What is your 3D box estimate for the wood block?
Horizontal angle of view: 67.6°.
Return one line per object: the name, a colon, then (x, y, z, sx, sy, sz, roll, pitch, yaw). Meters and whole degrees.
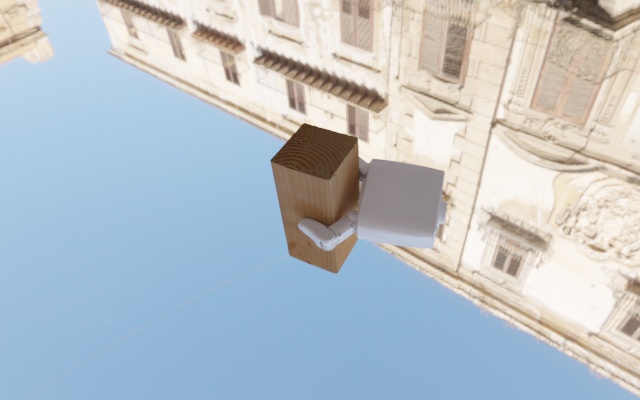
wood block: (0.000, 0.003, 0.702, 0.090, 0.206, 0.090, 19, 52, 22)
